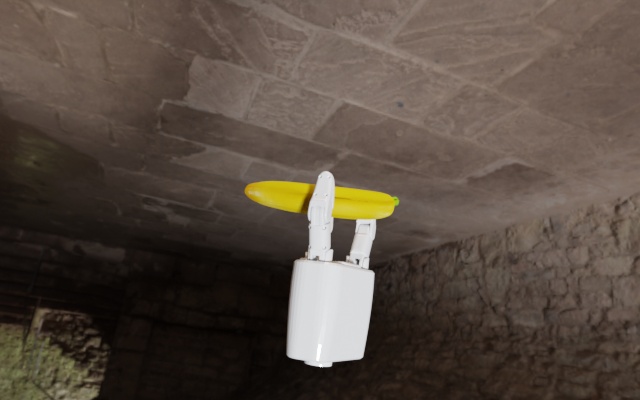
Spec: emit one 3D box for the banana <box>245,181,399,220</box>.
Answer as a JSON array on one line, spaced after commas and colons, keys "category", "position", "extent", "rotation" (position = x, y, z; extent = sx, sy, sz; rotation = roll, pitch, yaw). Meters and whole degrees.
[{"category": "banana", "position": [0.006, 0.001, 0.578], "extent": [0.198, 0.037, 0.069], "rotation": [6, -4, -6]}]
